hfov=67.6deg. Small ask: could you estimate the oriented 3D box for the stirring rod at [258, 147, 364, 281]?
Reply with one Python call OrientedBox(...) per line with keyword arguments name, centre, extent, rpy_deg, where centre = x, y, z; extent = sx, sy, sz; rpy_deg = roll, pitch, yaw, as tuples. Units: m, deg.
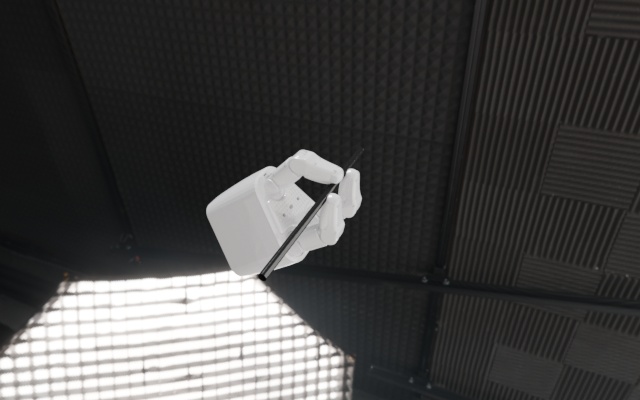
OrientedBox(name="stirring rod", centre=(0.000, 0.002, 0.491), extent=(0.011, 0.011, 0.239), rpy_deg=(0, 32, 29))
